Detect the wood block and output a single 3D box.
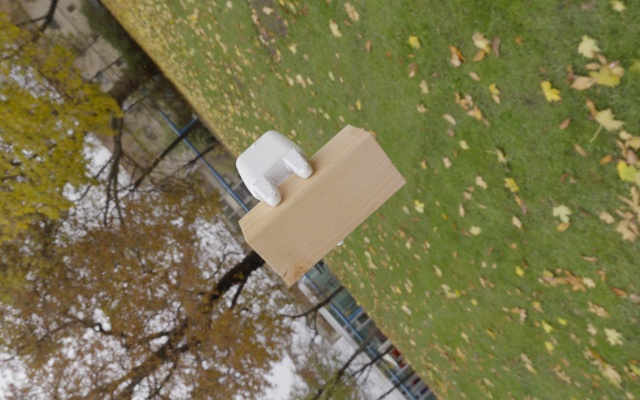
[{"bbox_3d":[0.000,0.002,0.649,0.206,0.091,0.090,-42,23,-2],"label":"wood block"}]
